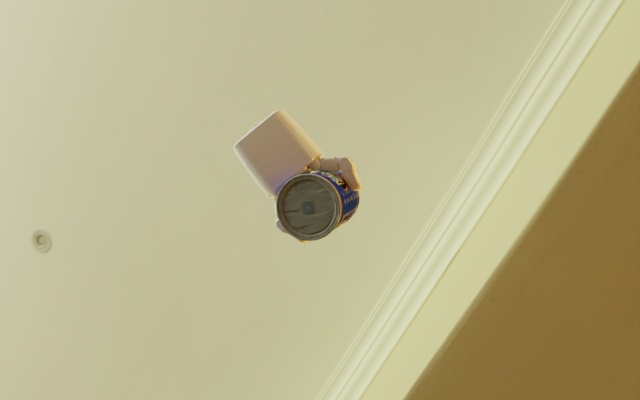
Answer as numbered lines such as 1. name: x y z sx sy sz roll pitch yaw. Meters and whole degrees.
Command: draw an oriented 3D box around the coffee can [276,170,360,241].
1. coffee can: 0.000 0.003 0.786 0.103 0.103 0.140 0 7 17
